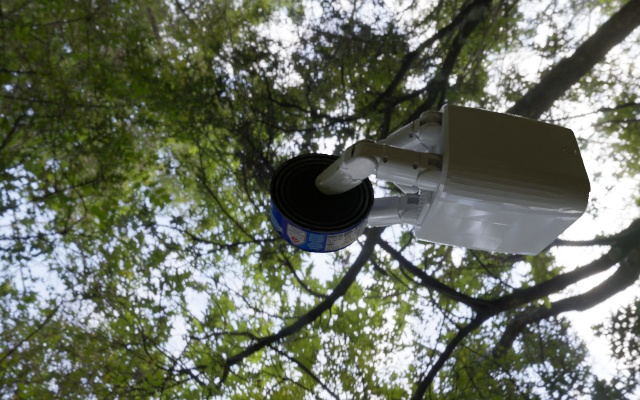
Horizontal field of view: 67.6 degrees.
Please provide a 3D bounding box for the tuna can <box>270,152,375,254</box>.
[{"bbox_3d":[0.000,0.002,0.401,0.086,0.086,0.034,0,-40,-8],"label":"tuna can"}]
